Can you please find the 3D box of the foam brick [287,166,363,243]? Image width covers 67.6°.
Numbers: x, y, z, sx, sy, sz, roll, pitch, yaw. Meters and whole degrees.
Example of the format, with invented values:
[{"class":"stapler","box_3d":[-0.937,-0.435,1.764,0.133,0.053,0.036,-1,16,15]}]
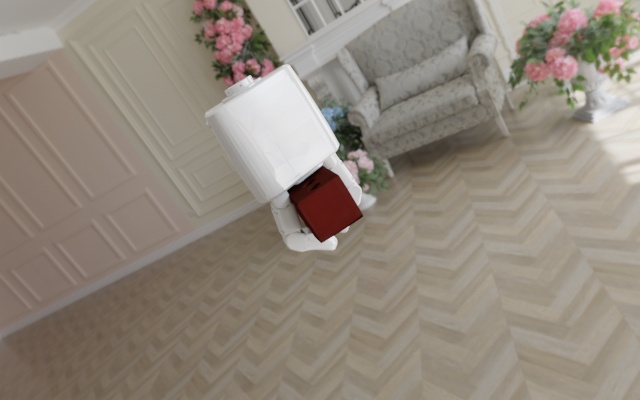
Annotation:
[{"class":"foam brick","box_3d":[0.000,0.002,0.506,0.053,0.051,0.078,-33,18,-6]}]
